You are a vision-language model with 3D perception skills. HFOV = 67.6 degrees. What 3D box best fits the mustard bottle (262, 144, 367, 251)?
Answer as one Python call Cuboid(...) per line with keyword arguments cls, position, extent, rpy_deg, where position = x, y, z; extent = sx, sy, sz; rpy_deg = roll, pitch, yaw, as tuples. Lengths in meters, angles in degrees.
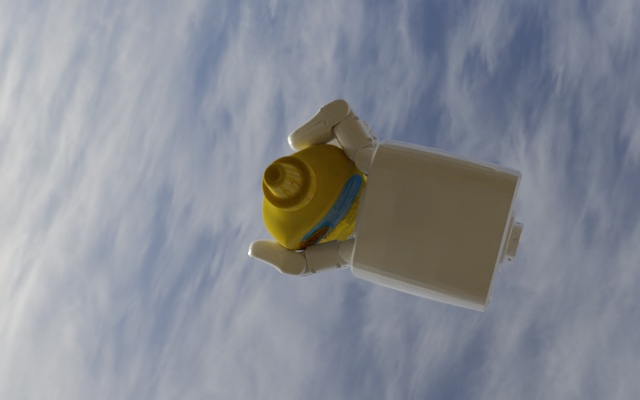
Cuboid(cls="mustard bottle", position=(0.000, 0.001, 0.421), extent=(0.058, 0.096, 0.192), rpy_deg=(41, 4, 22))
